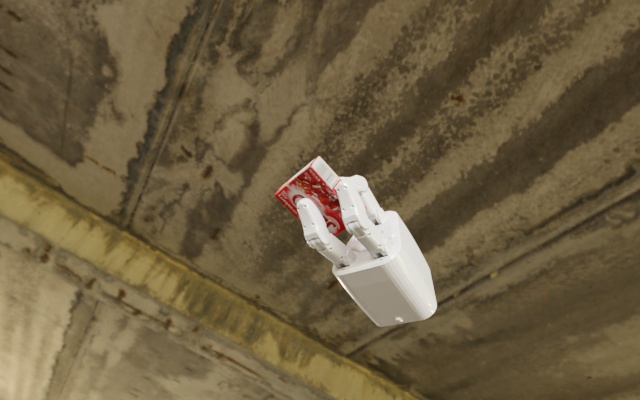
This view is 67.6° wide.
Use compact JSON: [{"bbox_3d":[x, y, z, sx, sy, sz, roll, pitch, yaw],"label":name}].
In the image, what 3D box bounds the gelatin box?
[{"bbox_3d":[0.000,0.001,0.578,0.073,0.089,0.030,-36,12,40],"label":"gelatin box"}]
